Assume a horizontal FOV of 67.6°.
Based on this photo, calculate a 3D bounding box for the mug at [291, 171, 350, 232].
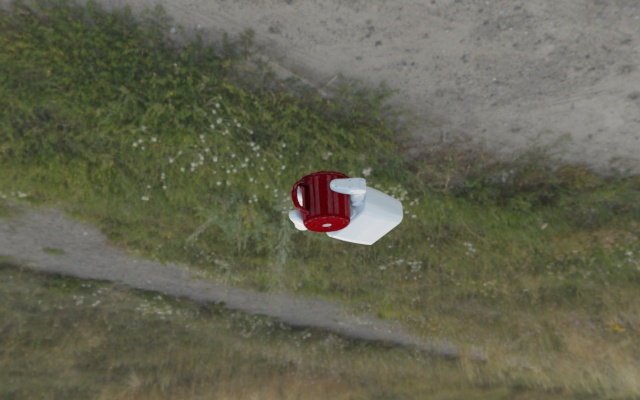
[{"bbox_3d":[-0.001,0.003,0.818,0.117,0.081,0.093,17,-30,-39],"label":"mug"}]
